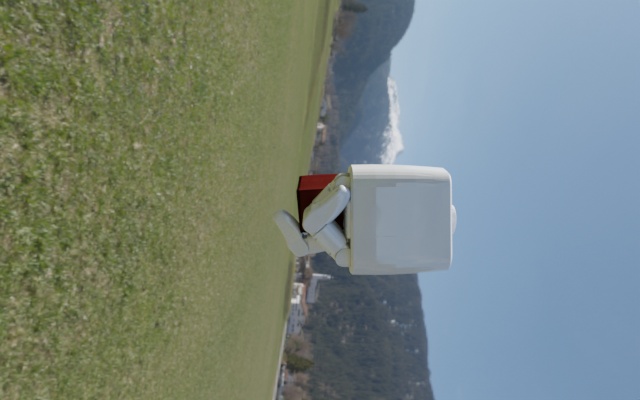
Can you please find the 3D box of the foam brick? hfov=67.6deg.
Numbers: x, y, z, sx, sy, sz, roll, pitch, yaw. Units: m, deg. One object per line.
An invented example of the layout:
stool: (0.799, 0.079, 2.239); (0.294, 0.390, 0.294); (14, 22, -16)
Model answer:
foam brick: (0.000, 0.002, 0.574); (0.051, 0.053, 0.078); (-4, 16, 1)
